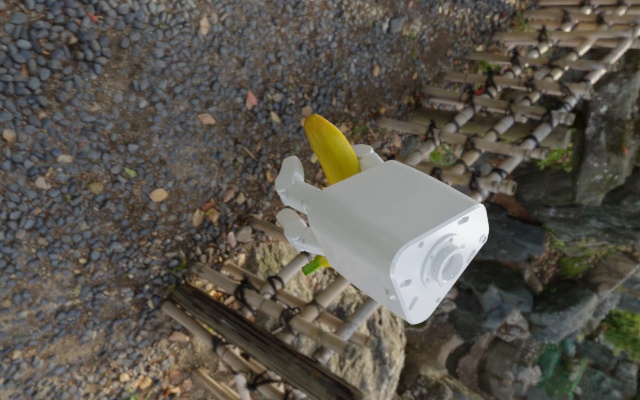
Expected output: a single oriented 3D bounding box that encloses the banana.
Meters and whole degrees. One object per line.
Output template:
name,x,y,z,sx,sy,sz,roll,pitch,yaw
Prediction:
banana,0.017,0.001,0.507,0.069,0.198,0.037,-12,33,-22
